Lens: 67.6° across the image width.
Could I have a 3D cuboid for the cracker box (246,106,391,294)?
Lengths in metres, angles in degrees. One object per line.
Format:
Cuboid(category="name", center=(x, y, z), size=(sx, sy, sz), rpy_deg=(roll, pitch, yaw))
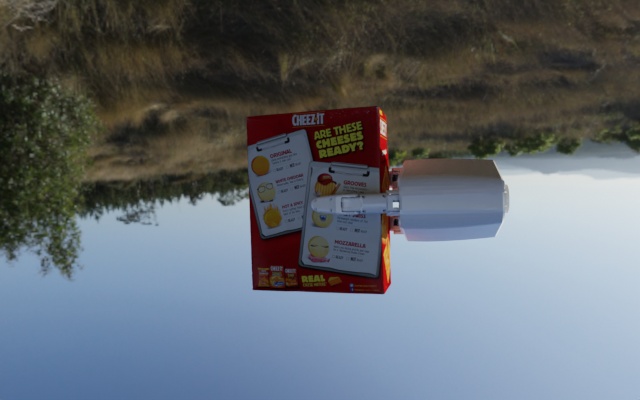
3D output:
Cuboid(category="cracker box", center=(0.000, 0.002, 0.585), size=(0.164, 0.213, 0.072), rpy_deg=(-2, 1, 16))
